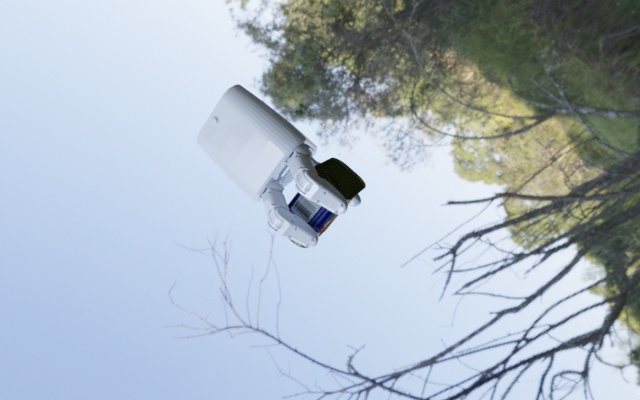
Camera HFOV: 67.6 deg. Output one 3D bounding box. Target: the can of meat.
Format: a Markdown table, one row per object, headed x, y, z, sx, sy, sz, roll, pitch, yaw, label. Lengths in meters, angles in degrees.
| x | y | z | sx | sy | sz | roll | pitch | yaw | label |
| --- | --- | --- | --- | --- | --- | --- | --- | --- | --- |
| 0.000 | 0.002 | 0.579 | 0.057 | 0.084 | 0.102 | 41 | 23 | 6 | can of meat |
